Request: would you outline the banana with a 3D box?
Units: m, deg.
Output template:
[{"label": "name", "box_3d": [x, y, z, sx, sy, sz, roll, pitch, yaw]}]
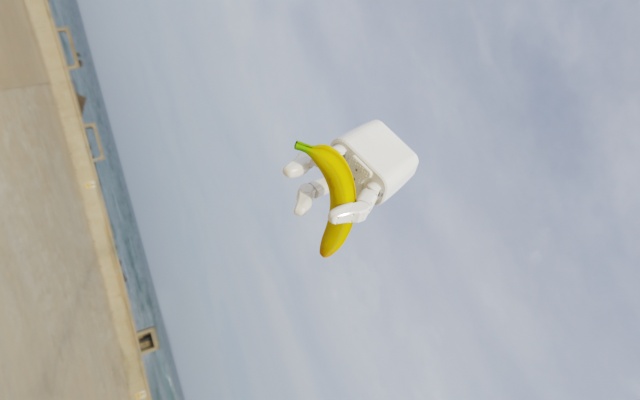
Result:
[{"label": "banana", "box_3d": [0.017, -0.001, 0.677, 0.069, 0.198, 0.037, -3, 31, 15]}]
